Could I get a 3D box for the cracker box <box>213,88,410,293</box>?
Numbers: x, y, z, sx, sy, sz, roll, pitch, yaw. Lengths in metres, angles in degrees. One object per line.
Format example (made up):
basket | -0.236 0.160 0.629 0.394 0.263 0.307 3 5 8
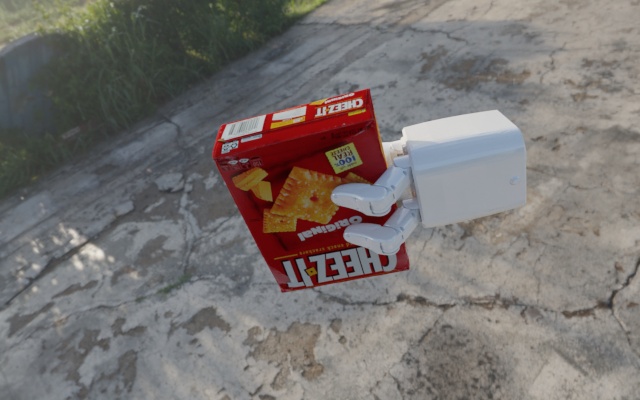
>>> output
cracker box | 0.000 0.001 0.529 0.164 0.214 0.072 -12 38 11
